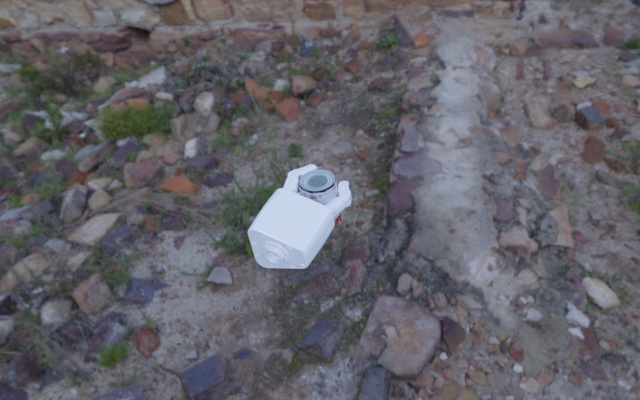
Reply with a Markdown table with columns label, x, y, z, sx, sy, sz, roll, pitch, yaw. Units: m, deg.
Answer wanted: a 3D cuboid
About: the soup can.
| label | x | y | z | sx | sy | sz | roll | pitch | yaw |
| --- | --- | --- | --- | --- | --- | --- | --- | --- | --- |
| soup can | 0.000 | 0.002 | 0.875 | 0.068 | 0.102 | 0.068 | -6 | 39 | 4 |
